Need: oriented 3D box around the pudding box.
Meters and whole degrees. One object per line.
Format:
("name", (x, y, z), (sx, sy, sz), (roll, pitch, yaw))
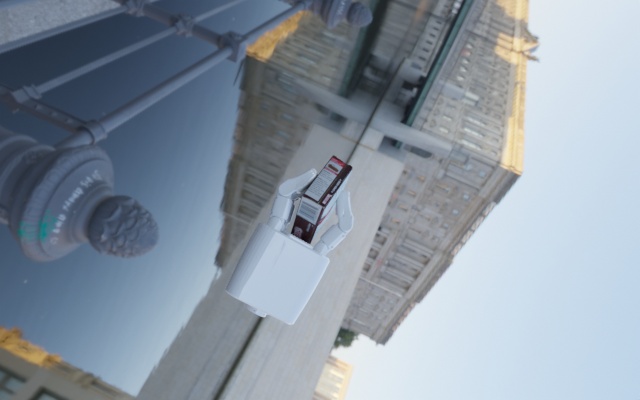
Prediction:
("pudding box", (0.000, 0.002, 0.698), (0.039, 0.090, 0.114), (31, -34, 5))
